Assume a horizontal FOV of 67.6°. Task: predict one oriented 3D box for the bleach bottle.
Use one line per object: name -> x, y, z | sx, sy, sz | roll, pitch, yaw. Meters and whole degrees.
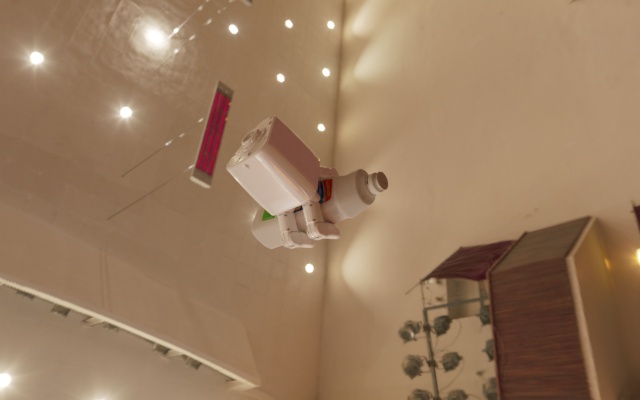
bleach bottle -> 0.000, 0.003, 0.766 | 0.251, 0.102, 0.068 | -22, -57, 38
